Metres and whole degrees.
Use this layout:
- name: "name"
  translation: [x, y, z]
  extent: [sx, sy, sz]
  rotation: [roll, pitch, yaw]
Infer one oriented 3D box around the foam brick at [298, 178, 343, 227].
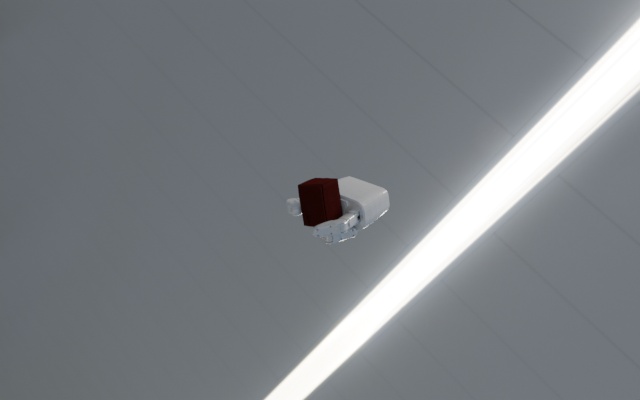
- name: "foam brick"
  translation: [0.000, 0.002, 0.832]
  extent: [0.053, 0.078, 0.051]
  rotation: [4, 19, 36]
